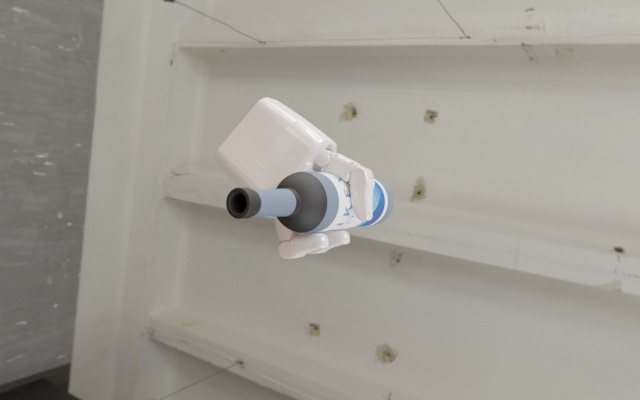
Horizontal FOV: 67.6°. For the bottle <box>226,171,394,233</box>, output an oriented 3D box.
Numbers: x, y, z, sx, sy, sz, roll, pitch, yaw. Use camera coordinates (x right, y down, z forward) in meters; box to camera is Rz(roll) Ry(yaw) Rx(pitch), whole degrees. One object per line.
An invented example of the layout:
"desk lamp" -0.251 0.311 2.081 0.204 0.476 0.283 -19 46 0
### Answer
"bottle" 0.000 0.002 0.543 0.069 0.069 0.296 0 0 29
